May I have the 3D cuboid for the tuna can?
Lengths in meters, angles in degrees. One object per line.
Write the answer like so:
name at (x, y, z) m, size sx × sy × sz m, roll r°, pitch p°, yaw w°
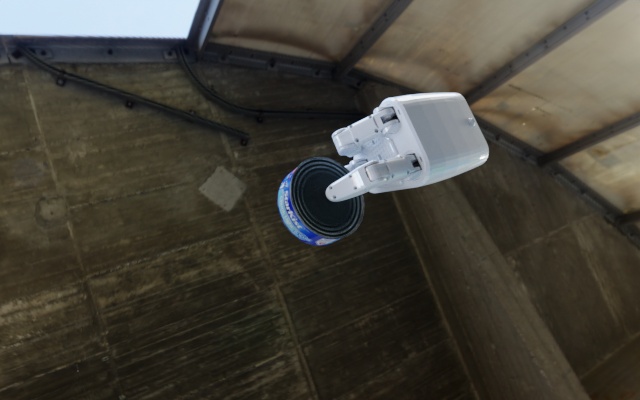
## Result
tuna can at (0.000, 0.002, 0.485) m, size 0.086 × 0.086 × 0.034 m, roll 0°, pitch -19°, yaw -33°
